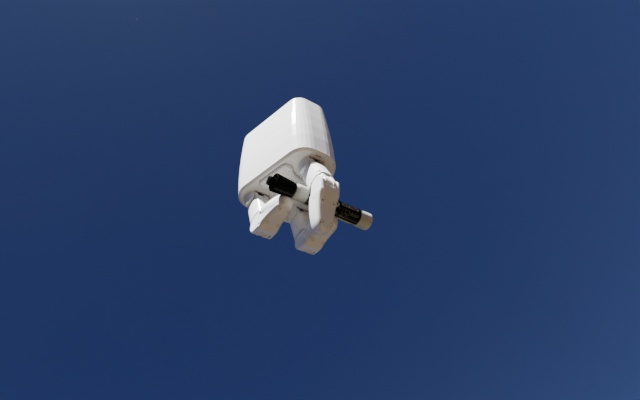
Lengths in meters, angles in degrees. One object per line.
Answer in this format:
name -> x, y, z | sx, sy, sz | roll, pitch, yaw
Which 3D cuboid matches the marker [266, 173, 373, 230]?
marker -> 0.000, 0.002, 0.480 | 0.121, 0.020, 0.020 | 23, -11, -26
